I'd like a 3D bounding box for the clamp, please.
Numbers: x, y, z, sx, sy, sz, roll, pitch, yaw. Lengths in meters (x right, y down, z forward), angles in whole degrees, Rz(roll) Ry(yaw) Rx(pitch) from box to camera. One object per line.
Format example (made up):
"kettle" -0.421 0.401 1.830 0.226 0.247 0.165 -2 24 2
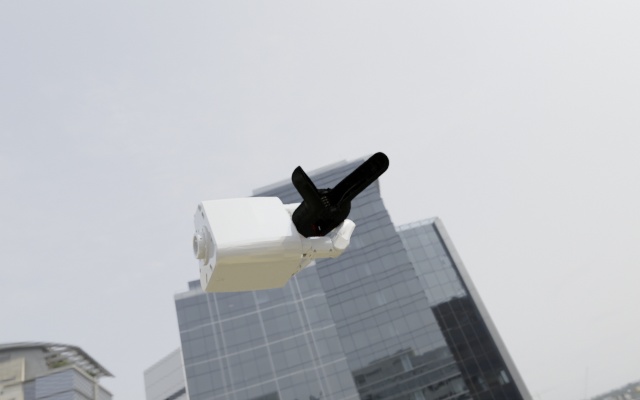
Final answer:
"clamp" 0.000 0.001 0.586 0.120 0.039 0.172 -1 -36 -28
